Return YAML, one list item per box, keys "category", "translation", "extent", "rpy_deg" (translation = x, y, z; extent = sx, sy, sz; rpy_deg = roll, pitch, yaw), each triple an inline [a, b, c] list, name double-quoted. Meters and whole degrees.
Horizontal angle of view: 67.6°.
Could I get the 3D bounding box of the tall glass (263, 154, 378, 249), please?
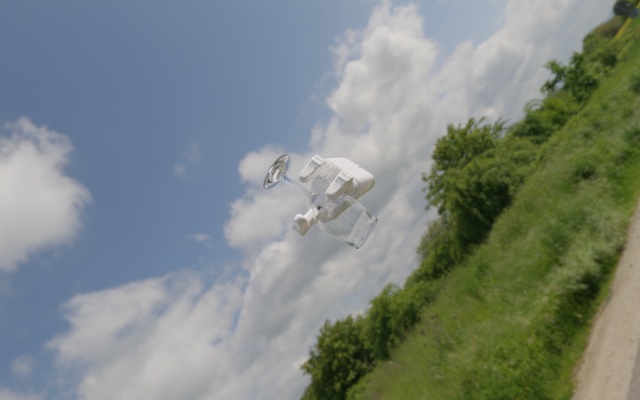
- category: "tall glass"
  translation: [-0.001, 0.002, 0.832]
  extent: [0.201, 0.079, 0.079]
  rpy_deg: [35, 10, 15]
